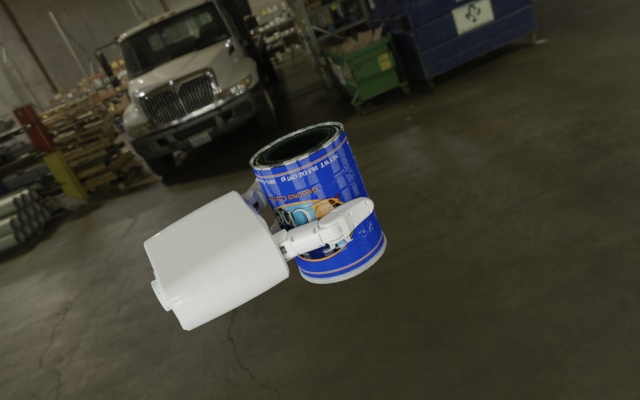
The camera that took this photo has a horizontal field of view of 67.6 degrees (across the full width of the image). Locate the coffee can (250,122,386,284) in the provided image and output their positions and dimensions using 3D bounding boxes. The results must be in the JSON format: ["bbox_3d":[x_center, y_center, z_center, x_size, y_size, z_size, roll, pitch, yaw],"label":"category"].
[{"bbox_3d":[0.000,0.002,0.509,0.103,0.140,0.102,-20,22,8],"label":"coffee can"}]
